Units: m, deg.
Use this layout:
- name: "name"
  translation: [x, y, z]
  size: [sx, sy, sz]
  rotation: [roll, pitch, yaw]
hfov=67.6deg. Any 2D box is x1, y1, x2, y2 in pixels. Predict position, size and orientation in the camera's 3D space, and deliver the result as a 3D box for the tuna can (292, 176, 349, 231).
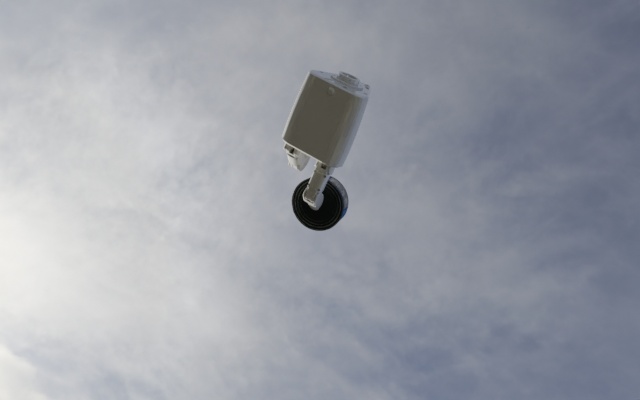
- name: "tuna can"
  translation: [0.000, 0.002, 0.753]
  size: [0.086, 0.086, 0.033]
  rotation: [0, 14, 21]
